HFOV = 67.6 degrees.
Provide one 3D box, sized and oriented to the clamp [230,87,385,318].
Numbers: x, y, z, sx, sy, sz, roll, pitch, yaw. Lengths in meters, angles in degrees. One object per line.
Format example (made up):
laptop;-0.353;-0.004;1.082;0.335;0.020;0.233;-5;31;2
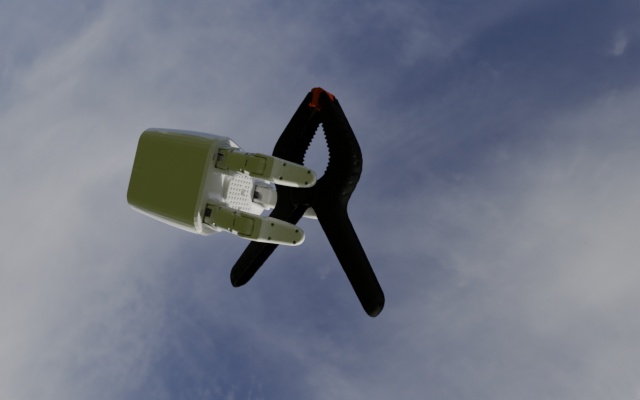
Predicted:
clamp;0.000;0.001;0.452;0.164;0.210;0.036;13;2;27
